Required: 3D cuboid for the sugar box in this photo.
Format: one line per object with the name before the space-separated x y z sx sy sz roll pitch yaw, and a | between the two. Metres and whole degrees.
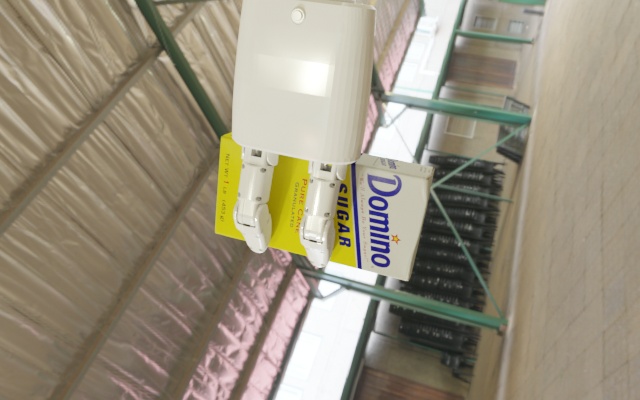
sugar box | 0.000 0.001 0.409 0.176 0.093 0.048 13 21 14
